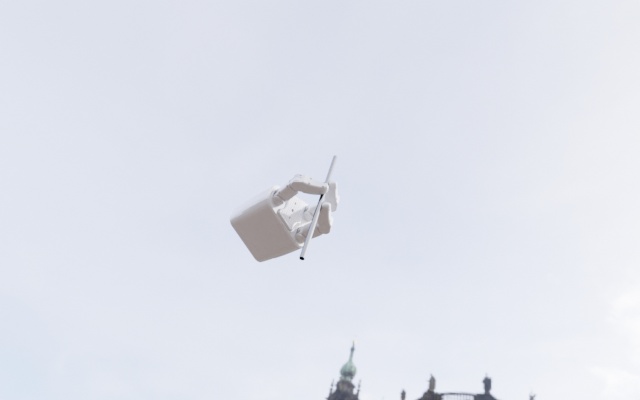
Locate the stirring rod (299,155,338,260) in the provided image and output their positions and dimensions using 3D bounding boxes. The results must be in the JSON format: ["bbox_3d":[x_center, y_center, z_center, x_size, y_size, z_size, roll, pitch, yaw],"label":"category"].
[{"bbox_3d":[0.000,0.003,0.759,0.011,0.011,0.239,0,41,17],"label":"stirring rod"}]
